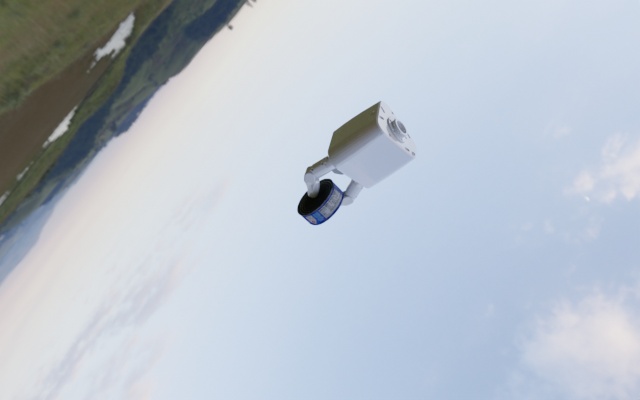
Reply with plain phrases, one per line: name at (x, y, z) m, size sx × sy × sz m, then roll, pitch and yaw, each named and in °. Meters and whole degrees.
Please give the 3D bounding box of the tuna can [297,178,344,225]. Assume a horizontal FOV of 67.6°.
tuna can at (0.000, 0.003, 0.865) m, size 0.034 × 0.086 × 0.086 m, roll 44°, pitch -23°, yaw -26°
